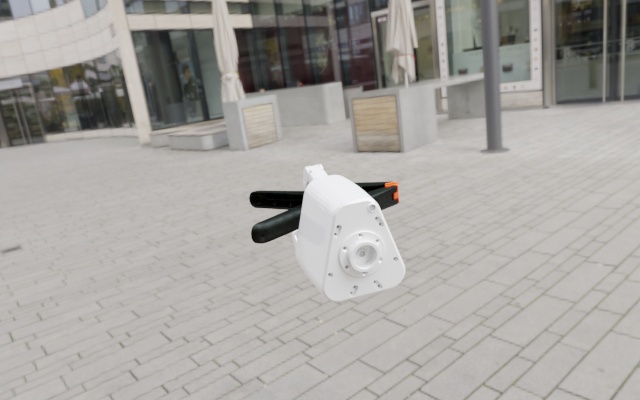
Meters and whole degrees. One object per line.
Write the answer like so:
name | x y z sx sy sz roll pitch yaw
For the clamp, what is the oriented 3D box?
clamp | 0.001 0.001 0.644 0.210 0.036 0.164 -11 19 -13
